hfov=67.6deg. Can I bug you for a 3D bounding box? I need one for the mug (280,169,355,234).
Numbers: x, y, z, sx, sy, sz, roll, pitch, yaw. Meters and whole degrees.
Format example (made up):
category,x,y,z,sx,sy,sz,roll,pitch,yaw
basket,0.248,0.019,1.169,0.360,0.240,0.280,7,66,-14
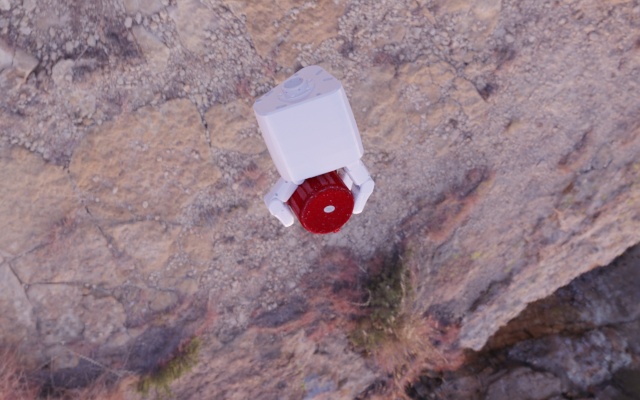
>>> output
category,x,y,z,sx,sy,sz,roll,pitch,yaw
mug,0.001,0.003,0.682,0.093,0.117,0.081,-28,40,-6
